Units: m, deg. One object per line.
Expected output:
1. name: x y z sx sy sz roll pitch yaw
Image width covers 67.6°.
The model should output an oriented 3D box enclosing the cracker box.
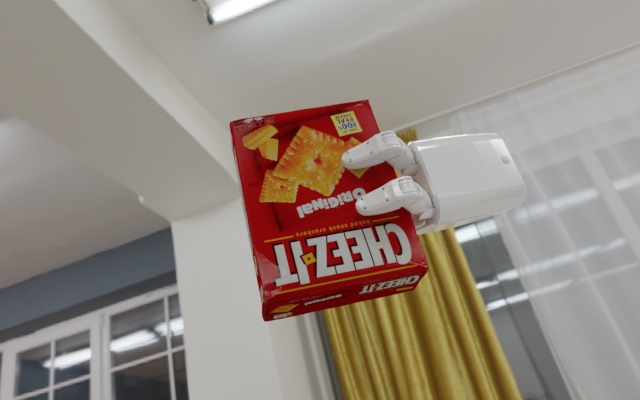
1. cracker box: 0.000 0.002 0.510 0.164 0.213 0.072 -10 -28 -10
